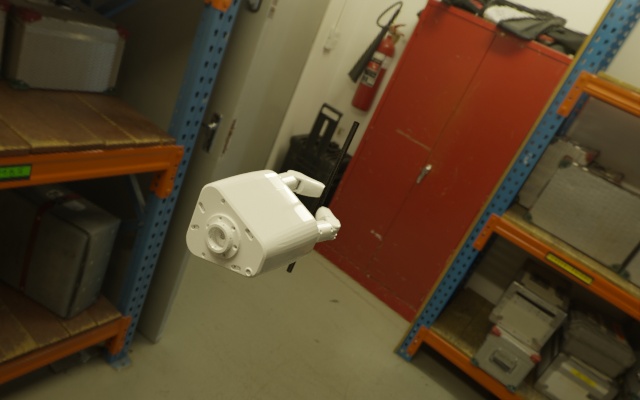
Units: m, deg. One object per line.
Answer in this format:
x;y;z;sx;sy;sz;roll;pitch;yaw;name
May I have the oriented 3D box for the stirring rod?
0.000;0.002;0.652;0.011;0.240;0.011;21;23;-9;stirring rod
